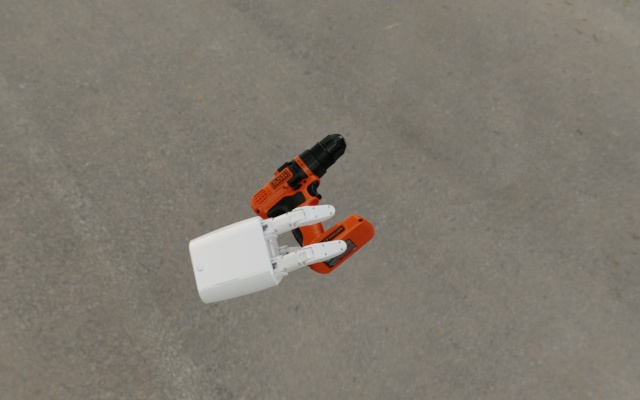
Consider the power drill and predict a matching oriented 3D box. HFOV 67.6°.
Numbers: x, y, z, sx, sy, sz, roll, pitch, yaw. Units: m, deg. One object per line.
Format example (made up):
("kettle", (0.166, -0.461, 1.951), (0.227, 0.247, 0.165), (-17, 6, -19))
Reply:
("power drill", (0.000, 0.003, 0.720), (0.187, 0.184, 0.057), (52, 5, 39))
